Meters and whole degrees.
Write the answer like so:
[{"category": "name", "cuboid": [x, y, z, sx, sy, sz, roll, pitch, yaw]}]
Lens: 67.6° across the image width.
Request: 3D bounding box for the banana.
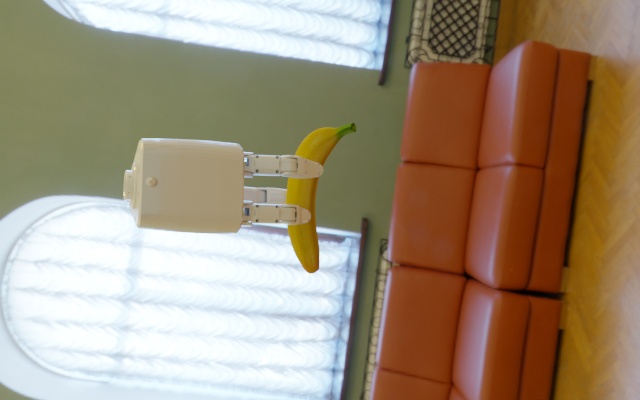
[{"category": "banana", "cuboid": [-0.013, -0.007, 0.598, 0.069, 0.198, 0.037, 24, 18, 36]}]
